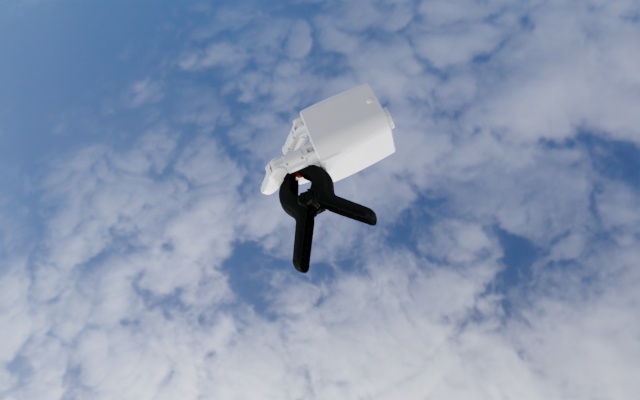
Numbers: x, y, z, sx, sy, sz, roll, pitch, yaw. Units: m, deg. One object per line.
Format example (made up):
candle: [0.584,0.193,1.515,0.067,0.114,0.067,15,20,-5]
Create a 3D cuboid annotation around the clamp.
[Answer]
clamp: [0.000,0.002,0.635,0.120,0.171,0.039,-25,-36,6]
